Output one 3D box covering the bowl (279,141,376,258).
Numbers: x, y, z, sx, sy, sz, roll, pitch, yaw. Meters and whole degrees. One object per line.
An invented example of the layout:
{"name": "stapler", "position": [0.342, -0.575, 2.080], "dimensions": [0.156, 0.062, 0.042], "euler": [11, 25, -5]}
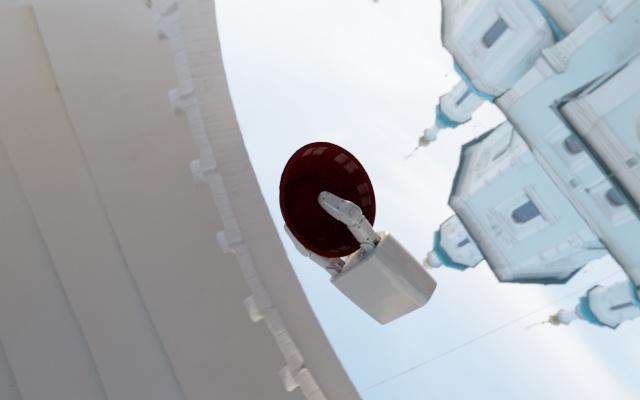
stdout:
{"name": "bowl", "position": [-0.001, 0.001, 0.668], "dimensions": [0.162, 0.162, 0.055], "euler": [0, -10, -35]}
